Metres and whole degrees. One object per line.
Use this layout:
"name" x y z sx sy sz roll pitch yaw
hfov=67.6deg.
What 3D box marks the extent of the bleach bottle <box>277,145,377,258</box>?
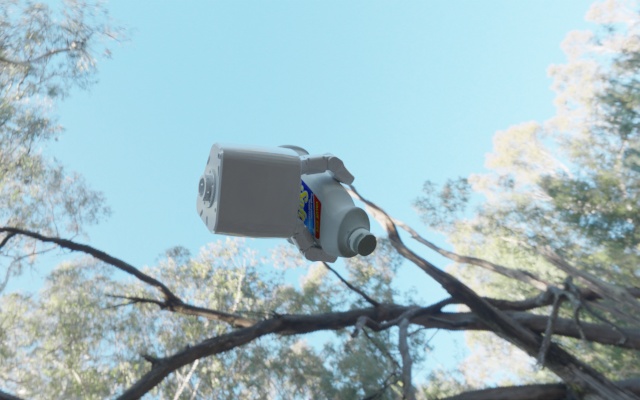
"bleach bottle" 0.000 0.002 0.670 0.068 0.102 0.250 3 19 -30
